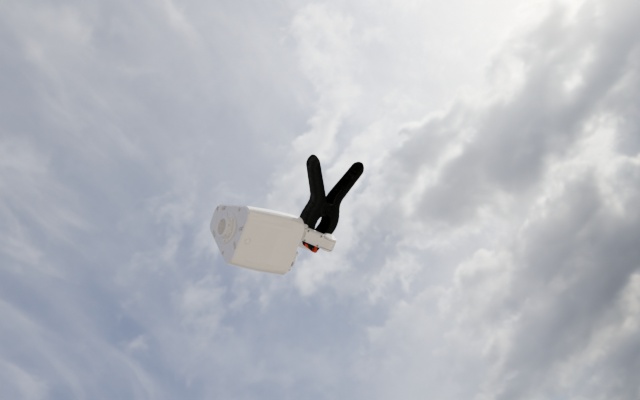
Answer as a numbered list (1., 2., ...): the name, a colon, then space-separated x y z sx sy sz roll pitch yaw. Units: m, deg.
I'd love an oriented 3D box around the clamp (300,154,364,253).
1. clamp: 0.000 0.003 0.788 0.120 0.171 0.039 17 8 -39
